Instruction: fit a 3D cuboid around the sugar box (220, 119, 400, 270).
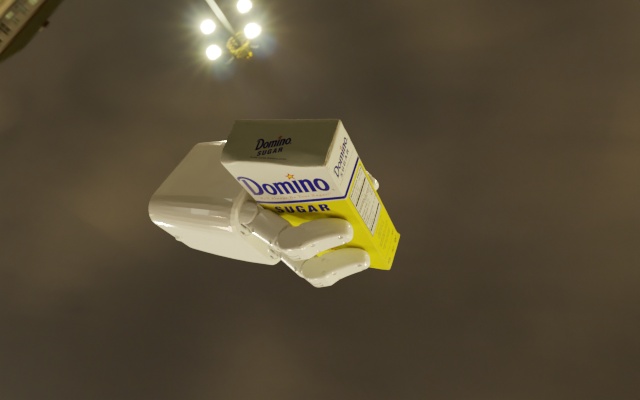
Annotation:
[{"bbox_3d":[0.000,0.002,0.406,0.093,0.048,0.176,5,-26,28],"label":"sugar box"}]
